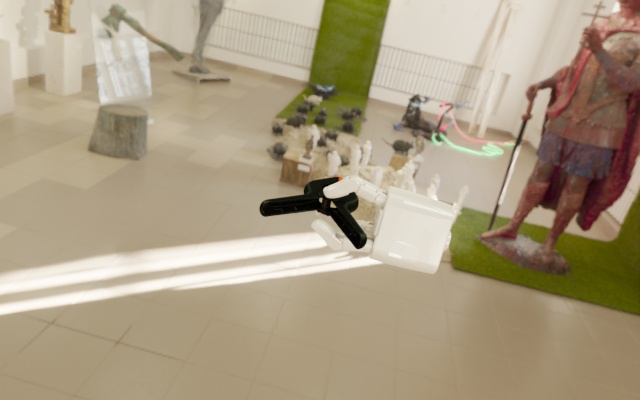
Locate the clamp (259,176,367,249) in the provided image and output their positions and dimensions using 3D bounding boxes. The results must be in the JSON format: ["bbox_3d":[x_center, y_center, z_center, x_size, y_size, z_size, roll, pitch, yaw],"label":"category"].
[{"bbox_3d":[0.001,0.002,0.770,0.164,0.036,0.210,17,24,1],"label":"clamp"}]
